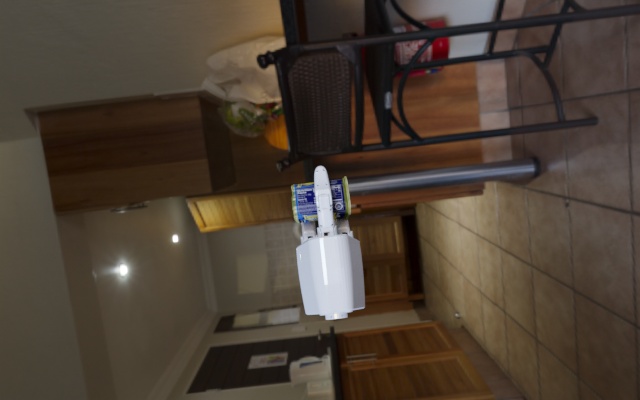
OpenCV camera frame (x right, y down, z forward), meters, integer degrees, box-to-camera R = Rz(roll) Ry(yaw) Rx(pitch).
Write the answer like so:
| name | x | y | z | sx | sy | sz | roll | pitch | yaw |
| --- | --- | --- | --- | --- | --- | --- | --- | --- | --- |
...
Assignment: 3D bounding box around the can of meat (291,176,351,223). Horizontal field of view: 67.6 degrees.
| name | x | y | z | sx | sy | sz | roll | pitch | yaw |
| --- | --- | --- | --- | --- | --- | --- | --- | --- | --- |
| can of meat | 0.000 | 0.002 | 0.735 | 0.084 | 0.057 | 0.102 | -7 | -9 | -1 |
